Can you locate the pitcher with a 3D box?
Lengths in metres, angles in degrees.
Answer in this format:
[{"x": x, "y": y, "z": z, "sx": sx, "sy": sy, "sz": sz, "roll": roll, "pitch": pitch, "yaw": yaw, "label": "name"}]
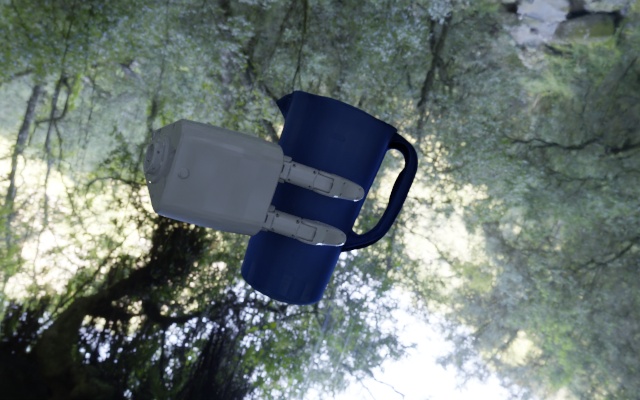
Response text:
[{"x": 0.000, "y": 0.002, "z": 0.582, "sx": 0.145, "sy": 0.243, "sz": 0.149, "roll": 14, "pitch": 9, "yaw": -37, "label": "pitcher"}]
